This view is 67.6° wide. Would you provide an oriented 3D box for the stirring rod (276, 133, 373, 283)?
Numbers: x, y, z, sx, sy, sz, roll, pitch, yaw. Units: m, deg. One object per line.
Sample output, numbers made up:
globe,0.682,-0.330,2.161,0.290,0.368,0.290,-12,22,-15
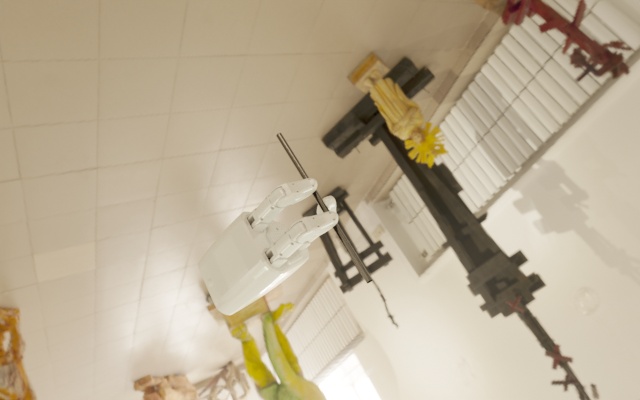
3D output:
stirring rod,0.000,0.002,0.607,0.011,0.239,0.011,-25,-26,-13
